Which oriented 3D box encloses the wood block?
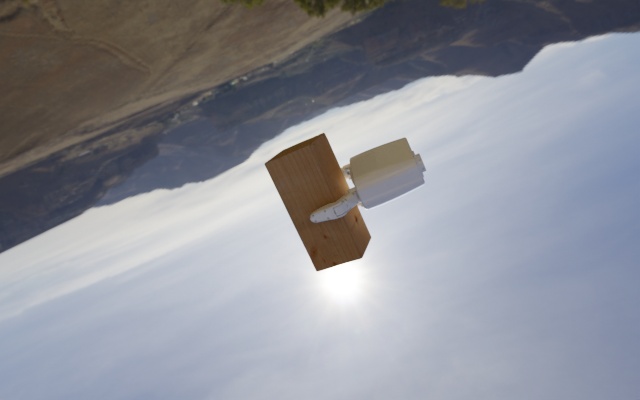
[{"bbox_3d":[0.000,0.003,0.814,0.090,0.206,0.090,-20,13,23],"label":"wood block"}]
